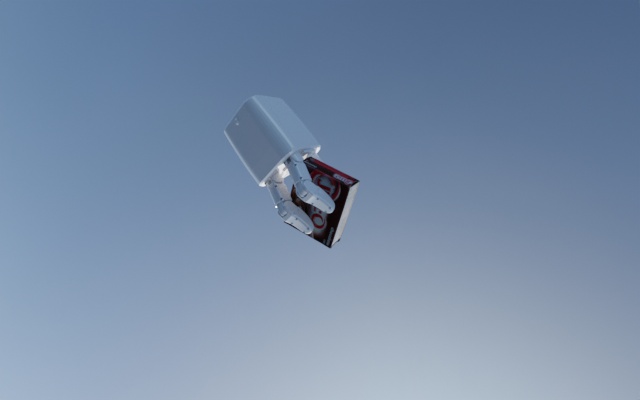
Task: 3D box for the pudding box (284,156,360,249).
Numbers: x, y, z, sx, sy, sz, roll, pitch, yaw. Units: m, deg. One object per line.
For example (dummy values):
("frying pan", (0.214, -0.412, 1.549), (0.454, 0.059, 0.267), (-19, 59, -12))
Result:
("pudding box", (0.000, 0.002, 0.720), (0.090, 0.114, 0.039), (28, 33, 22))
